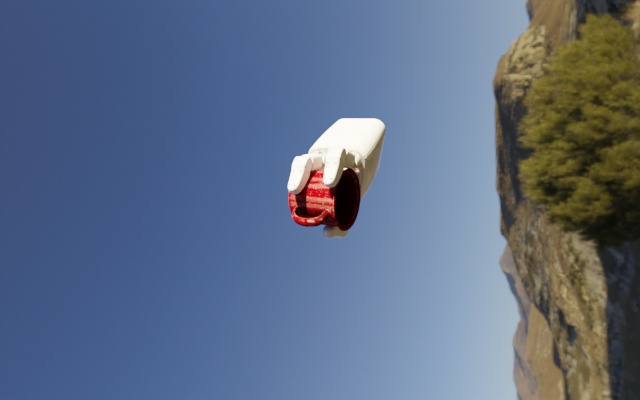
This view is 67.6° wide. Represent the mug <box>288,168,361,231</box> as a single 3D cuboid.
[{"bbox_3d":[-0.001,0.003,0.712,0.081,0.093,0.117,5,36,28],"label":"mug"}]
